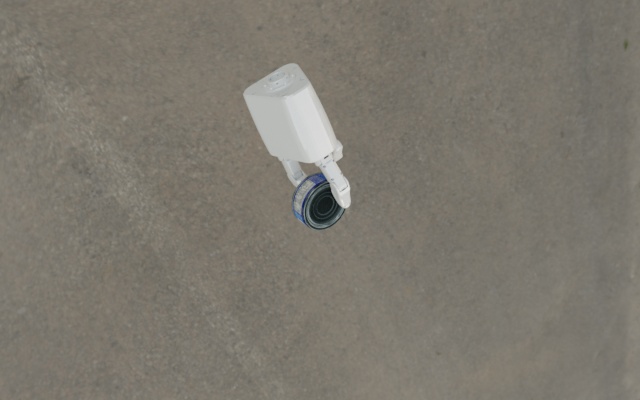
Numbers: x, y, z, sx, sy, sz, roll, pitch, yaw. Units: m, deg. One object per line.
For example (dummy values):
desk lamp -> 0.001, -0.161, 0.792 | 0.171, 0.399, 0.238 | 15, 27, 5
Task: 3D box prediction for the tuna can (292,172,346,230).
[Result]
tuna can -> 0.000, 0.003, 0.737 | 0.086, 0.086, 0.033 | 0, 23, -38
